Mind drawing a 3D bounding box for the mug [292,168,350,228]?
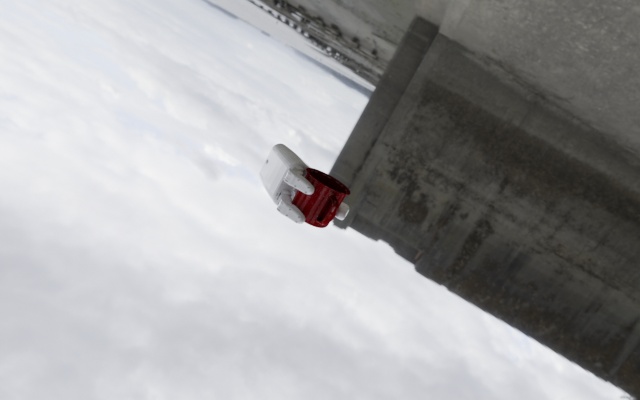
[{"bbox_3d":[0.001,0.004,0.872,0.093,0.081,0.117,20,18,-33],"label":"mug"}]
